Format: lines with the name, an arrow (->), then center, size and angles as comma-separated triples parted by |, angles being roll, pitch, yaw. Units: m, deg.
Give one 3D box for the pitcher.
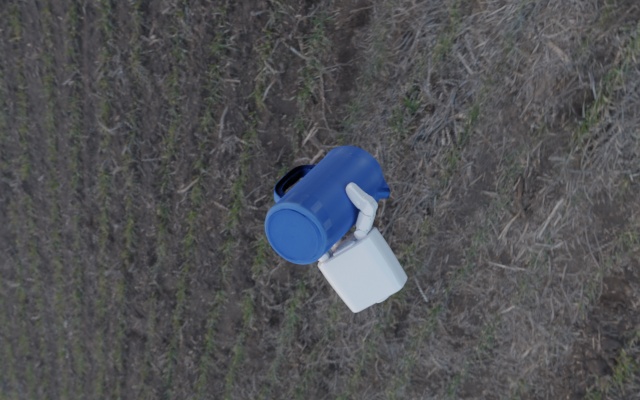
pitcher -> 0.000, 0.003, 0.820 | 0.149, 0.145, 0.242 | -30, 7, 36
